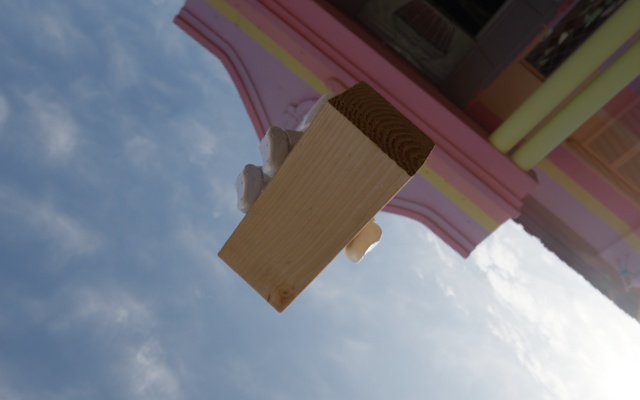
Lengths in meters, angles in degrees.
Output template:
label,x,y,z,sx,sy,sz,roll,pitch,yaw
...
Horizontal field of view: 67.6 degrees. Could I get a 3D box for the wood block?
label,x,y,z,sx,sy,sz,roll,pitch,yaw
wood block,0.000,0.002,0.455,0.206,0.091,0.090,-50,-4,34
